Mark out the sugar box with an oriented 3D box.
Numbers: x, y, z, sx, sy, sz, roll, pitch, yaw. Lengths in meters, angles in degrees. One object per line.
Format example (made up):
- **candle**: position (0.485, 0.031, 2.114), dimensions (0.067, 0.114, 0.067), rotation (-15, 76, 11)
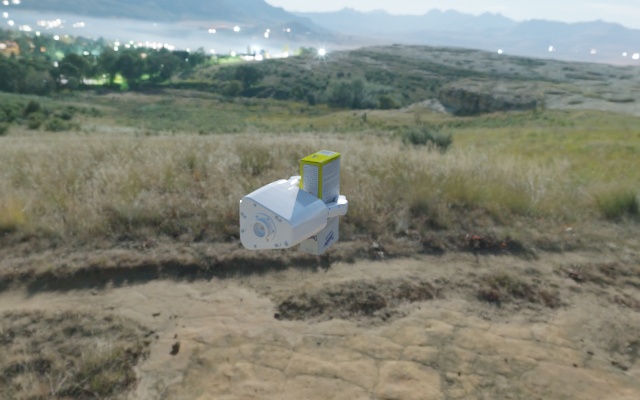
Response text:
- **sugar box**: position (0.000, 0.003, 0.880), dimensions (0.048, 0.176, 0.093), rotation (13, 21, 24)
